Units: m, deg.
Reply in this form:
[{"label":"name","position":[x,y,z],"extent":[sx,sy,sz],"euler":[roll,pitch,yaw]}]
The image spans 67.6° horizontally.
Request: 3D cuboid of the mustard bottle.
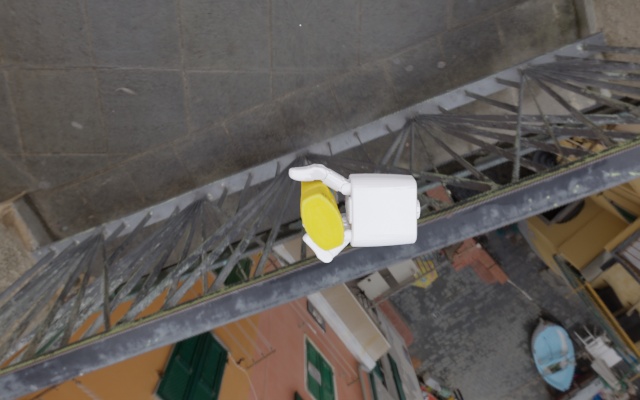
[{"label":"mustard bottle","position":[0.000,0.003,0.799],"extent":[0.058,0.096,0.191],"euler":[-24,19,6]}]
